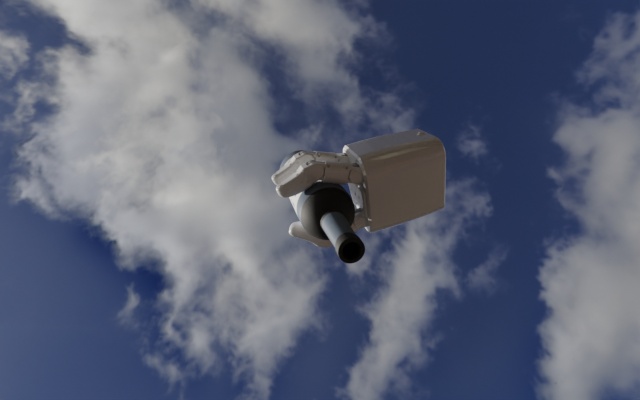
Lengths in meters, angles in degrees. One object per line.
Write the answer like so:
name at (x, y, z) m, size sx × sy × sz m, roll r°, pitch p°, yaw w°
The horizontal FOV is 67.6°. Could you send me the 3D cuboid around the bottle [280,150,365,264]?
bottle at (0.000, 0.002, 0.595) m, size 0.069 × 0.069 × 0.295 m, roll 0°, pitch 19°, yaw -12°
